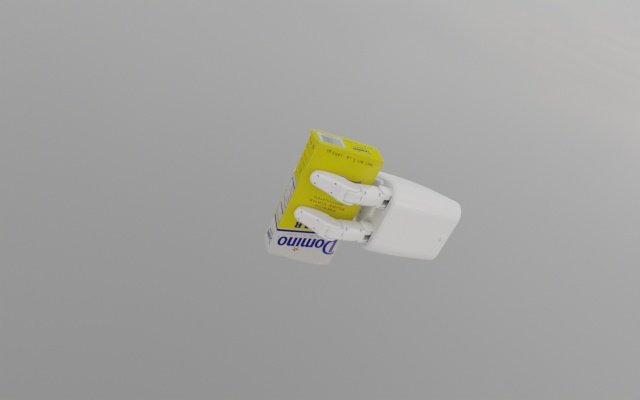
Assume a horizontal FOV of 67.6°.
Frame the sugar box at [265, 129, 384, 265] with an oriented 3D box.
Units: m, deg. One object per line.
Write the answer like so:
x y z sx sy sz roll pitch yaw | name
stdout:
0.000 0.002 0.619 0.093 0.176 0.048 15 27 -19 | sugar box
